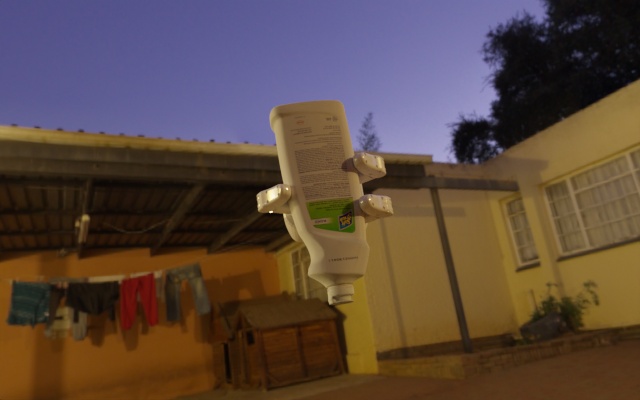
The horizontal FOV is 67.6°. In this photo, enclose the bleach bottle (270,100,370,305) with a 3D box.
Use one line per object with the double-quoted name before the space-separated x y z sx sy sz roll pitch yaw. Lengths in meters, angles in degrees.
"bleach bottle" 0.000 0.002 0.591 0.102 0.250 0.068 -7 -18 -3
